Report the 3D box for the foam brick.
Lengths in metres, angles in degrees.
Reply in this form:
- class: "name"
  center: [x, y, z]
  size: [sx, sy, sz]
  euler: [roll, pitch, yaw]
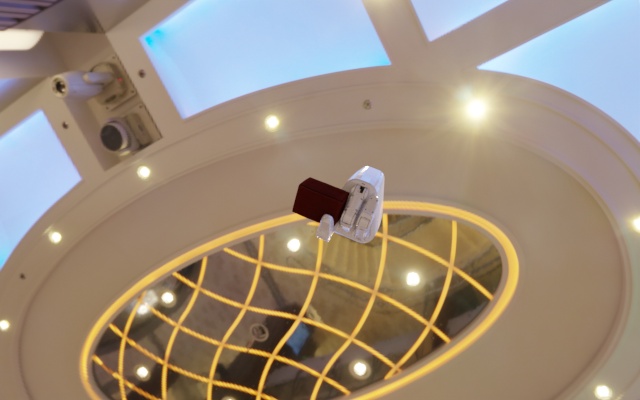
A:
- class: "foam brick"
  center: [0.000, 0.002, 0.806]
  size: [0.078, 0.053, 0.051]
  euler: [22, 24, 9]
